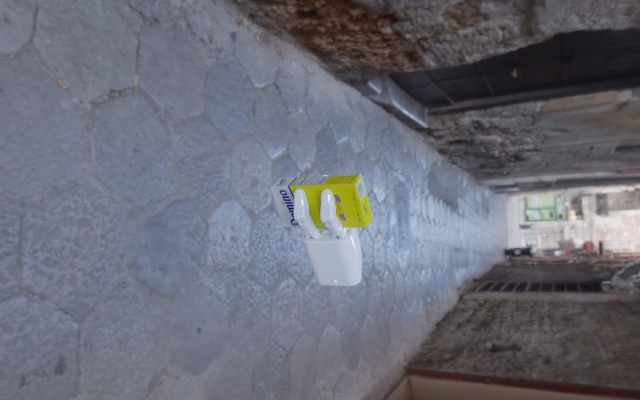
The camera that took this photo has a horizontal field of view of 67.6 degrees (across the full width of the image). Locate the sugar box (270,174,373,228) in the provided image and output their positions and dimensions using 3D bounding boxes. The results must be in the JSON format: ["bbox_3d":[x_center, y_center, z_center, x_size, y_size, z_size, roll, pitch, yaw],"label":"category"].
[{"bbox_3d":[0.000,0.003,0.884,0.176,0.093,0.048,-3,28,26],"label":"sugar box"}]
